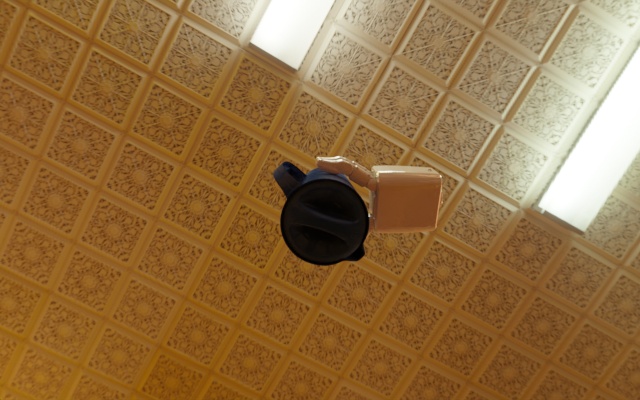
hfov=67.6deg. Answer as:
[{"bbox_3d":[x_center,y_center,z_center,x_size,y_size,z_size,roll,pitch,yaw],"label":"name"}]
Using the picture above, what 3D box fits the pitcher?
[{"bbox_3d":[0.000,0.003,0.816,0.145,0.149,0.242,0,12,0],"label":"pitcher"}]
